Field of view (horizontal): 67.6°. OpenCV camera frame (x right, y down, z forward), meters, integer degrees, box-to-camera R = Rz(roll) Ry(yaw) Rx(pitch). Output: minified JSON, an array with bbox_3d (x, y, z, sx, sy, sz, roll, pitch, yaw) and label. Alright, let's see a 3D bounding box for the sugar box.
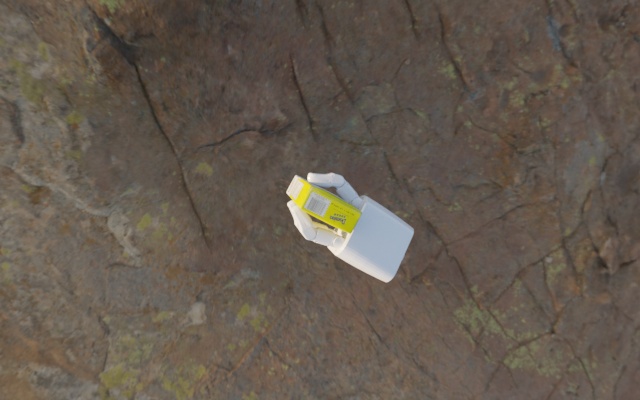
[{"bbox_3d":[0.000,0.003,0.808,0.093,0.048,0.176,28,0,-13],"label":"sugar box"}]
